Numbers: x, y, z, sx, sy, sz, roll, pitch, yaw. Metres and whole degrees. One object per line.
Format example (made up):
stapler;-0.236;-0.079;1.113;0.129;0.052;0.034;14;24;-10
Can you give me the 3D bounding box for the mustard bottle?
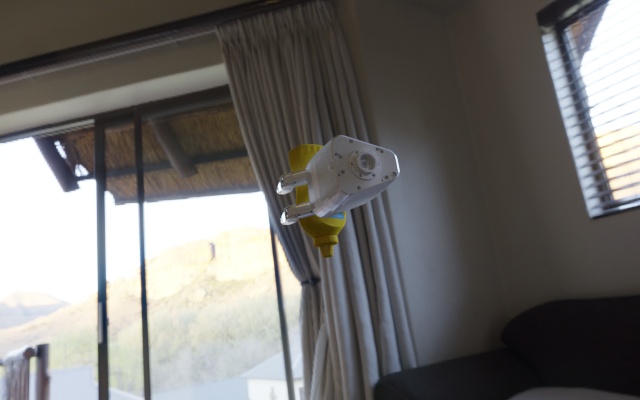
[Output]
mustard bottle;0.000;0.003;0.822;0.096;0.191;0.058;8;-22;-45
